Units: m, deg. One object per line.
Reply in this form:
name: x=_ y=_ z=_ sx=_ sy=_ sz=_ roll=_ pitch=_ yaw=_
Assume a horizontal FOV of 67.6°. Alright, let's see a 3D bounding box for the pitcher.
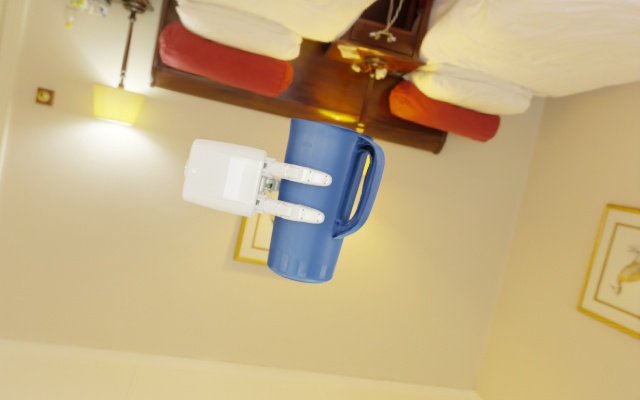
pitcher: x=0.000 y=0.002 z=0.741 sx=0.145 sy=0.243 sz=0.149 roll=12 pitch=4 yaw=-5
